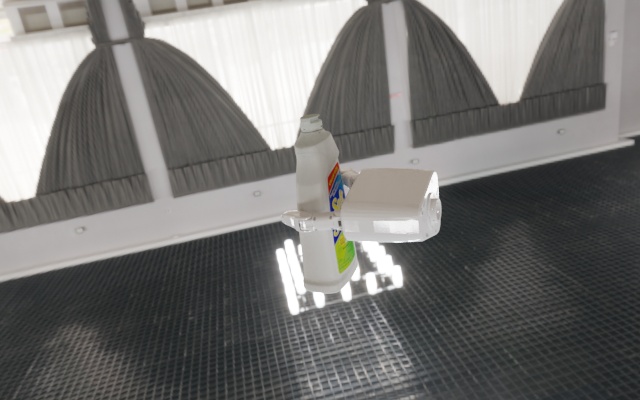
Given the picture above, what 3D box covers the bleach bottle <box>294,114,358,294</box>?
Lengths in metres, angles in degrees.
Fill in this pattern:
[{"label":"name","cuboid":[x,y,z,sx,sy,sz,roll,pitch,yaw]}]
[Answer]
[{"label":"bleach bottle","cuboid":[0.000,0.002,0.700,0.068,0.251,0.102,1,21,27]}]
